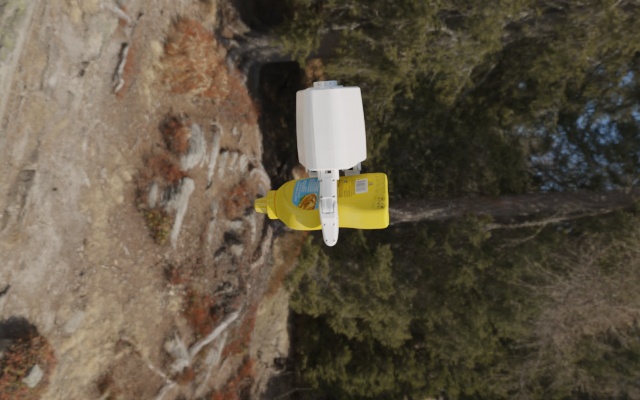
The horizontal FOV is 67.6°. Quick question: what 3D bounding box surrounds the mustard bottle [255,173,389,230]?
[{"bbox_3d":[0.000,0.003,0.685,0.191,0.058,0.096,-2,38,8],"label":"mustard bottle"}]
